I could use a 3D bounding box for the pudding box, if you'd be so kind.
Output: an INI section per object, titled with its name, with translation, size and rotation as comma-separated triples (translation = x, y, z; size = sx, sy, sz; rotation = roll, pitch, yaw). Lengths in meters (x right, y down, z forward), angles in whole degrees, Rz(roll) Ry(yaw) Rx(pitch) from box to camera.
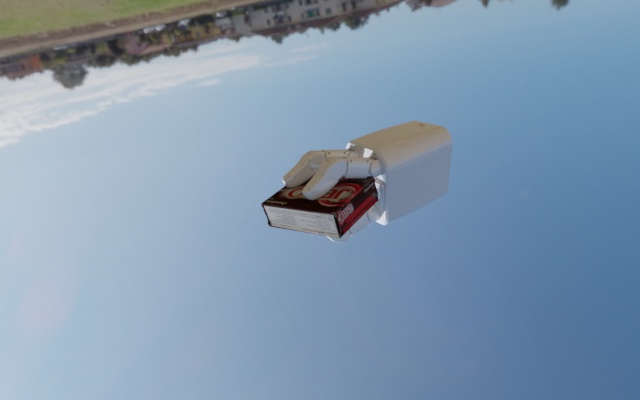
[pudding box]
translation = 0.000, 0.002, 0.579
size = 0.113, 0.039, 0.090
rotation = 4, 30, 37
